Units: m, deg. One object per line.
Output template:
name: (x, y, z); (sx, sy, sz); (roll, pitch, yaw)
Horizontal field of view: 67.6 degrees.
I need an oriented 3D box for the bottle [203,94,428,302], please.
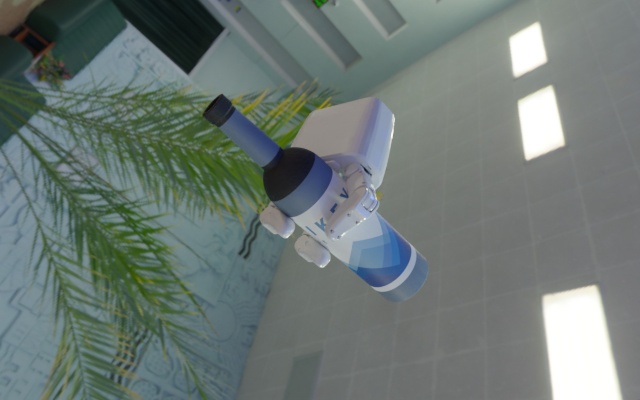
bottle: (0.000, 0.002, 0.498); (0.296, 0.069, 0.069); (42, -21, -25)
